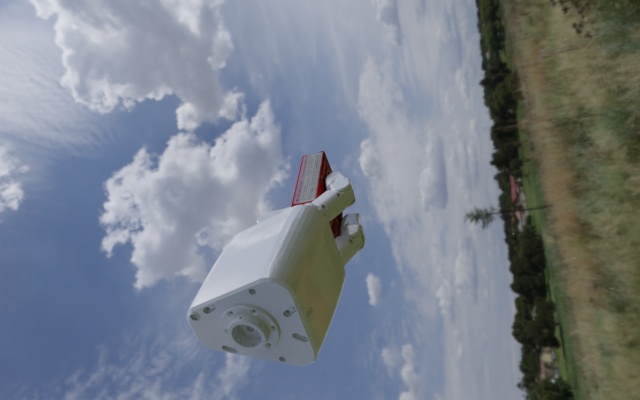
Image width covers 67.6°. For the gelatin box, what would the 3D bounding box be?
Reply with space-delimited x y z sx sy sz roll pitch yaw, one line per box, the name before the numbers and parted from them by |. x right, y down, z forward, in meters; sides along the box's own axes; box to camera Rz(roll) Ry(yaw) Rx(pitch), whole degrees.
gelatin box | 0.000 0.002 0.523 0.030 0.073 0.089 -12 39 17
